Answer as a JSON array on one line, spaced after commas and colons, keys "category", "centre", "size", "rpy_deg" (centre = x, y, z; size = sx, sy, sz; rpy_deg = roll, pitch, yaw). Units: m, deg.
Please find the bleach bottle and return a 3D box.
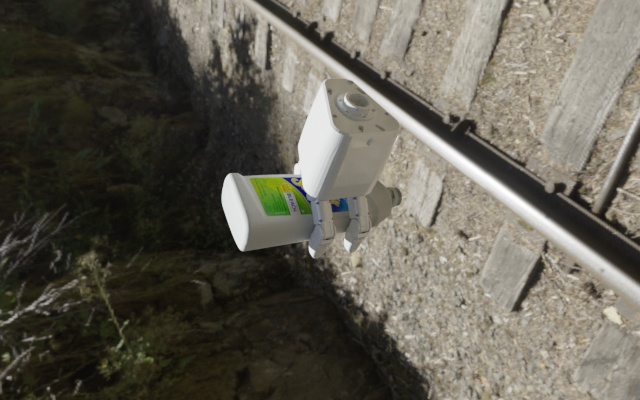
[{"category": "bleach bottle", "centre": [0.000, 0.002, 0.660], "size": [0.251, 0.102, 0.068], "rpy_deg": [-8, -36, -28]}]
